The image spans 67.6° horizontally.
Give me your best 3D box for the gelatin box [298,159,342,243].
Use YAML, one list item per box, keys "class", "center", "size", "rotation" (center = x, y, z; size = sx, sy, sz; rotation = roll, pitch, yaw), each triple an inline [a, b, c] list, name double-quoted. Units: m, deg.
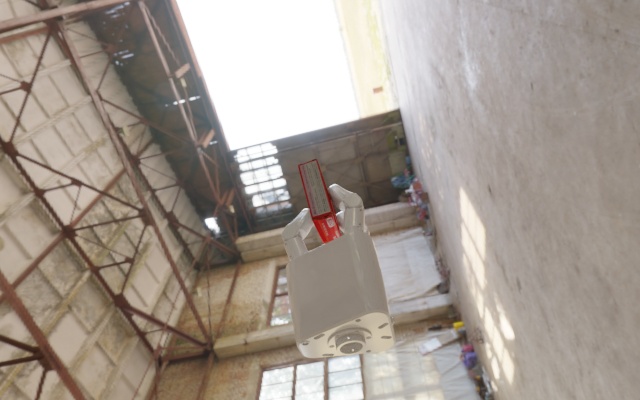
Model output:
- class: "gelatin box"
  center: [0.000, 0.002, 0.632]
  size: [0.030, 0.089, 0.073]
  rotation: [-18, -31, 2]
